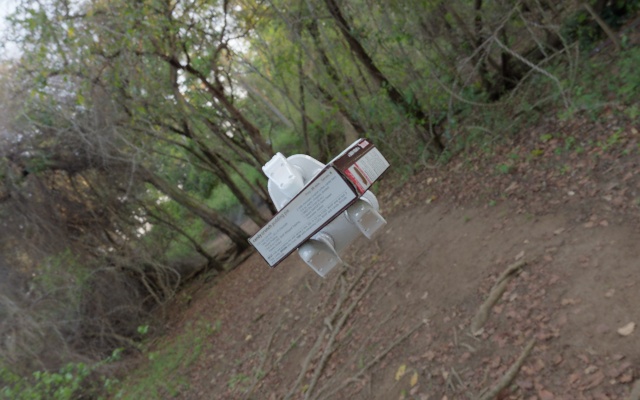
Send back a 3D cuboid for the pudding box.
[{"bbox_3d":[0.000,0.001,0.416,0.113,0.039,0.090,-43,0,31],"label":"pudding box"}]
